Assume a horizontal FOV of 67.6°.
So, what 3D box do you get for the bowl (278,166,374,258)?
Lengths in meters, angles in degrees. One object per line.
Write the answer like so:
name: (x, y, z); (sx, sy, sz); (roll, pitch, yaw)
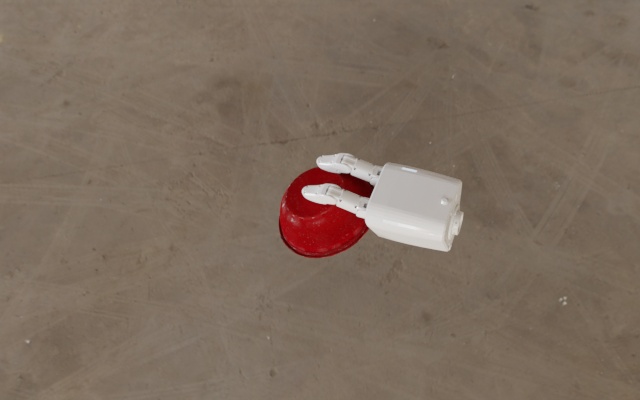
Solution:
bowl: (-0.001, 0.002, 0.709); (0.162, 0.162, 0.055); (0, -34, 27)
